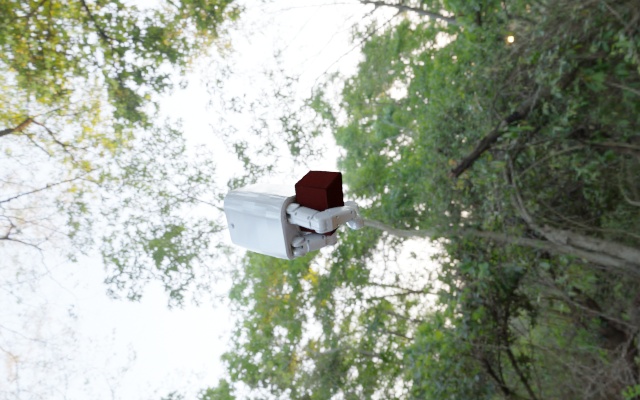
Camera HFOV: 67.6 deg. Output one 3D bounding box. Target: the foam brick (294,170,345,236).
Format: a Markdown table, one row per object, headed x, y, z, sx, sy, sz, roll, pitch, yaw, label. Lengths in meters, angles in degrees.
| x | y | z | sx | sy | sz | roll | pitch | yaw | label |
| --- | --- | --- | --- | --- | --- | --- | --- | --- | --- |
| 0.000 | 0.002 | 0.673 | 0.051 | 0.078 | 0.053 | 9 | 32 | 26 | foam brick |
